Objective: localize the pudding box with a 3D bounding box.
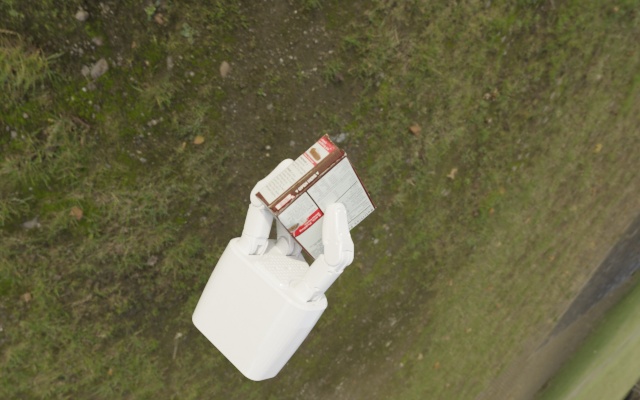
[{"bbox_3d":[0.000,0.002,0.480,0.039,0.090,0.113,46,-5,34],"label":"pudding box"}]
